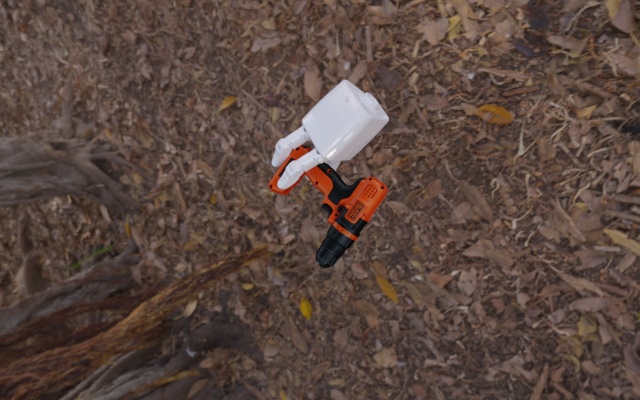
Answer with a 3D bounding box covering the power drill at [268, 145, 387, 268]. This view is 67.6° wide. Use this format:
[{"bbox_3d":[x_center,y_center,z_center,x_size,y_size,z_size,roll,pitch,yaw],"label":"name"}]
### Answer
[{"bbox_3d":[0.000,0.002,0.860,0.187,0.184,0.057,37,3,14],"label":"power drill"}]
